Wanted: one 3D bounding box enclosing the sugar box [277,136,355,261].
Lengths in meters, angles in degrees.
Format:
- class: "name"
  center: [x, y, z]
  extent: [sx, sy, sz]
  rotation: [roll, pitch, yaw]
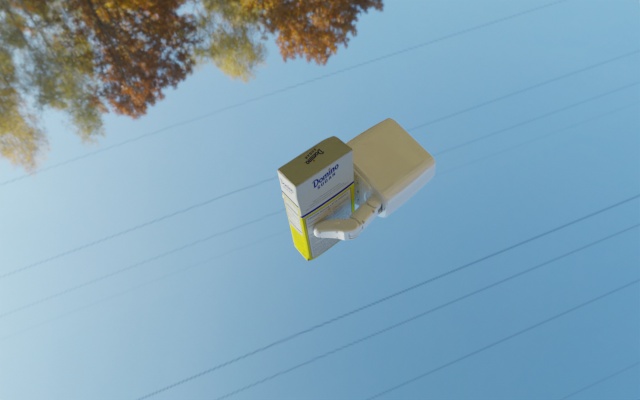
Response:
- class: "sugar box"
  center: [0.000, 0.002, 0.652]
  extent: [0.093, 0.176, 0.048]
  rotation: [-34, 54, -20]
